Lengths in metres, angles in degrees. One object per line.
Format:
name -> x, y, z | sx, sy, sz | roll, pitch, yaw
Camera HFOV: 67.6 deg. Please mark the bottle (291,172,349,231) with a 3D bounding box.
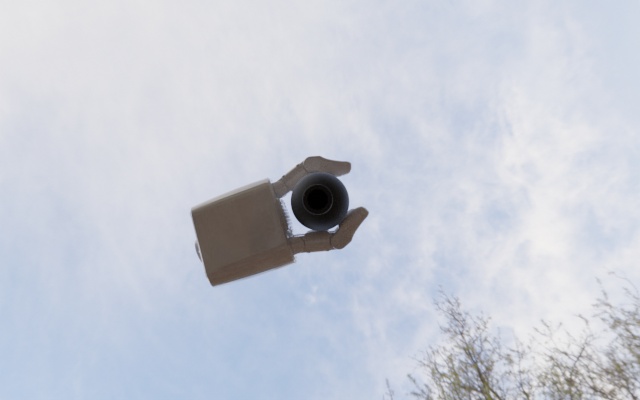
bottle -> 0.000, 0.002, 0.575 | 0.069, 0.069, 0.296 | 0, -1, 1
